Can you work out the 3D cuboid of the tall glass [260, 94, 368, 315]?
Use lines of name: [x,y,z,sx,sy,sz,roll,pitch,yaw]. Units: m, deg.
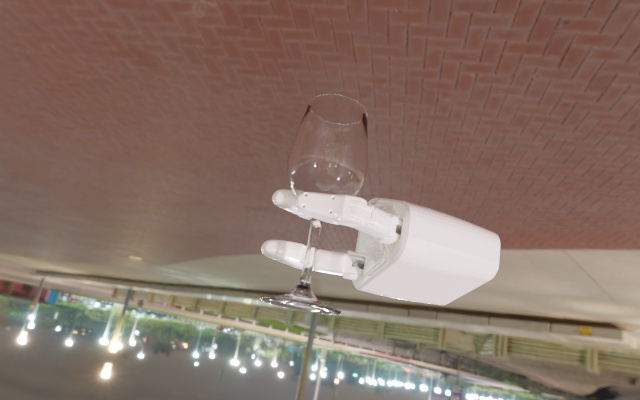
tall glass: [0.000,0.002,0.455,0.079,0.201,0.079,10,-17,3]
